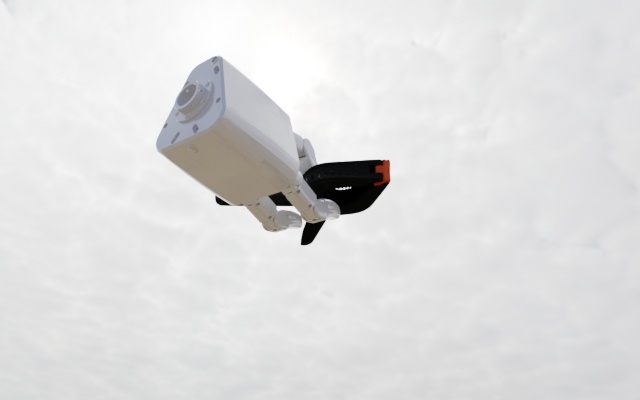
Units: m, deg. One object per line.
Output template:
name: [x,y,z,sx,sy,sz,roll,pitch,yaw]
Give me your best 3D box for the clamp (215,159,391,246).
clamp: [0.000,0.001,0.582,0.210,0.036,0.165,-17,-34,31]
